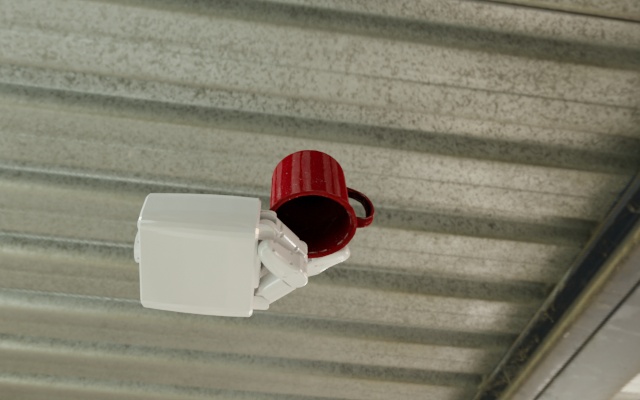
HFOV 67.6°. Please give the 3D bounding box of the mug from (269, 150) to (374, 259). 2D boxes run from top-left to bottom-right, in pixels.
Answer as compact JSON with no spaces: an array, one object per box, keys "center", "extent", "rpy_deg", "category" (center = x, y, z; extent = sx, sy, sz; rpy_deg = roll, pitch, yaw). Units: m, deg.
[{"center":[0.002,0.002,0.507],"extent":[0.117,0.093,0.081],"rpy_deg":[6,40,-9],"category":"mug"}]
